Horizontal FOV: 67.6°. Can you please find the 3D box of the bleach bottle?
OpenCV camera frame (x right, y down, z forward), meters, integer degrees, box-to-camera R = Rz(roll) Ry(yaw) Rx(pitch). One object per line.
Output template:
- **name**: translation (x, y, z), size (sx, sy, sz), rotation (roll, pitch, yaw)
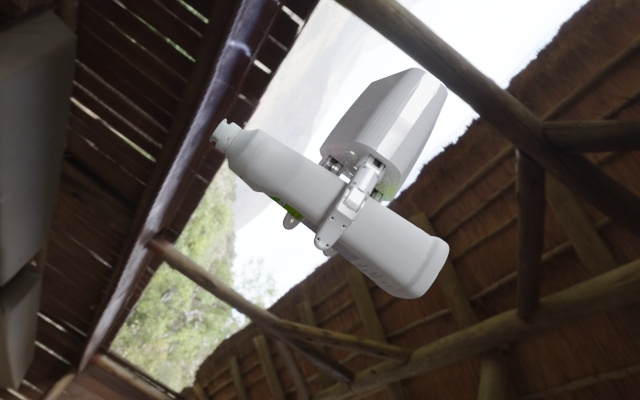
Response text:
- **bleach bottle**: translation (0.000, 0.002, 0.481), size (0.251, 0.068, 0.102), rotation (36, -14, -6)
